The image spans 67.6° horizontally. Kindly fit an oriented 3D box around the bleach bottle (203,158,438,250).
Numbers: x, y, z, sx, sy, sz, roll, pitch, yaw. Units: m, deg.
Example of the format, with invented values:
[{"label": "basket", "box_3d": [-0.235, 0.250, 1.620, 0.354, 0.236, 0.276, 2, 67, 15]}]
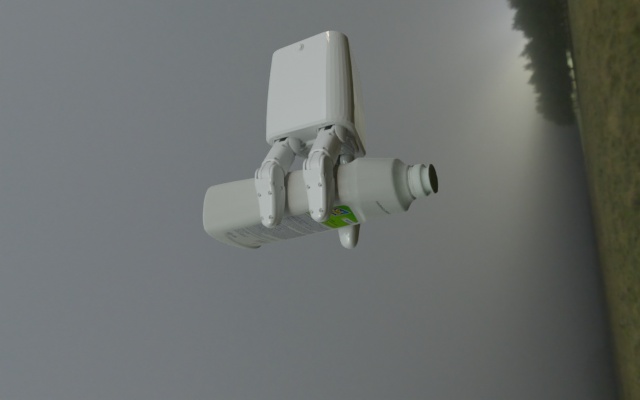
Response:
[{"label": "bleach bottle", "box_3d": [0.000, 0.002, 0.504, 0.251, 0.068, 0.102, -10, -21, 29]}]
